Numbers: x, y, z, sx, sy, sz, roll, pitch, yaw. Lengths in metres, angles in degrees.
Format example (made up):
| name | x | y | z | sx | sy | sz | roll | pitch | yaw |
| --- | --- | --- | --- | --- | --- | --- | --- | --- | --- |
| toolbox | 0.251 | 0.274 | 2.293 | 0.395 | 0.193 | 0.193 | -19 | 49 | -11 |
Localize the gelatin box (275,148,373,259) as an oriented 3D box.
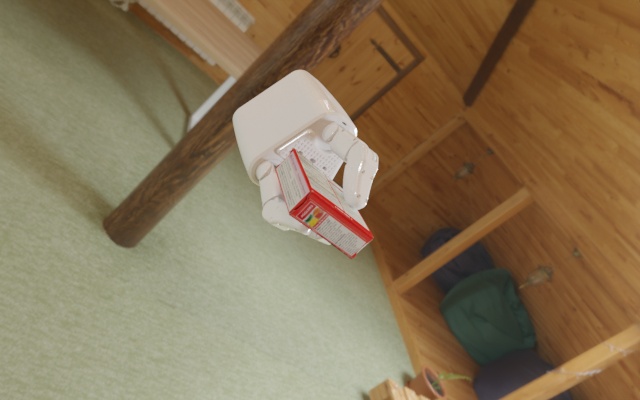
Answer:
| name | x | y | z | sx | sy | sz | roll | pitch | yaw |
| --- | --- | --- | --- | --- | --- | --- | --- | --- | --- |
| gelatin box | 0.000 | 0.001 | 0.415 | 0.073 | 0.030 | 0.089 | 38 | 13 | -29 |
